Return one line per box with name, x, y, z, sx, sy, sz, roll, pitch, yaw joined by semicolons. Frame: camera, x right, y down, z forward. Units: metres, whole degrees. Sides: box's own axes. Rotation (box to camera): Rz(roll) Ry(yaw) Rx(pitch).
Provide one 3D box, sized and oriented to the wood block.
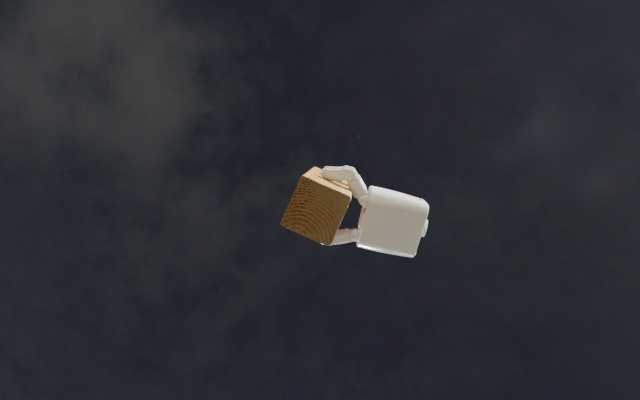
wood block;0.000;0.003;0.859;0.090;0.091;0.206;24;9;1
